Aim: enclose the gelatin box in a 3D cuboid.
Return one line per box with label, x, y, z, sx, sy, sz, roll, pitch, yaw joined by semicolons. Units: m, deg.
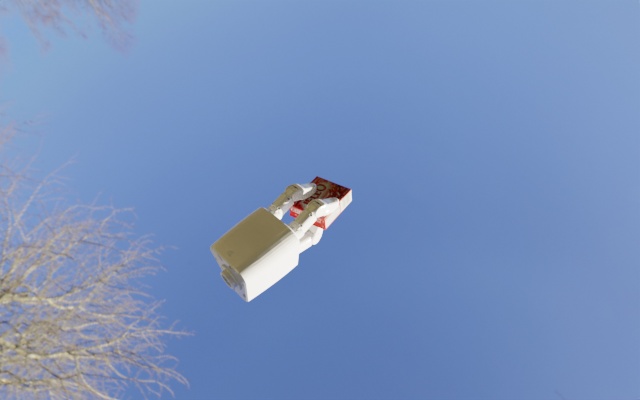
gelatin box;0.000;0.003;0.814;0.073;0.030;0.089;22;48;27
